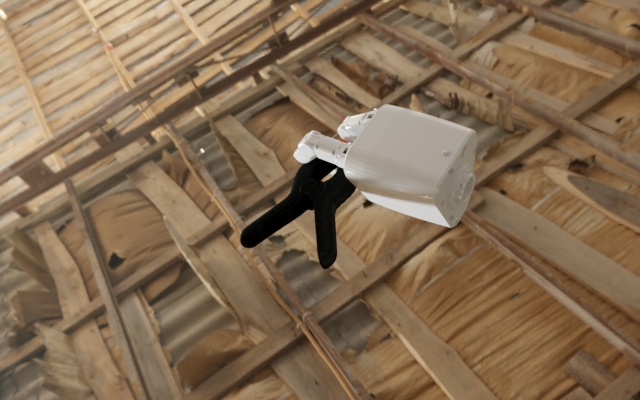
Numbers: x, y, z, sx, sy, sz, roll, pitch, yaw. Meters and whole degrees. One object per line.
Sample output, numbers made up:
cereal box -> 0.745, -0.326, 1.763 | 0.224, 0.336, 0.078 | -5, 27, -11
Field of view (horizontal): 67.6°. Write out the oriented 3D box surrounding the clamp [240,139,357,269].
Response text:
clamp -> 0.000, 0.002, 0.534 | 0.120, 0.171, 0.039 | 23, -26, 32
